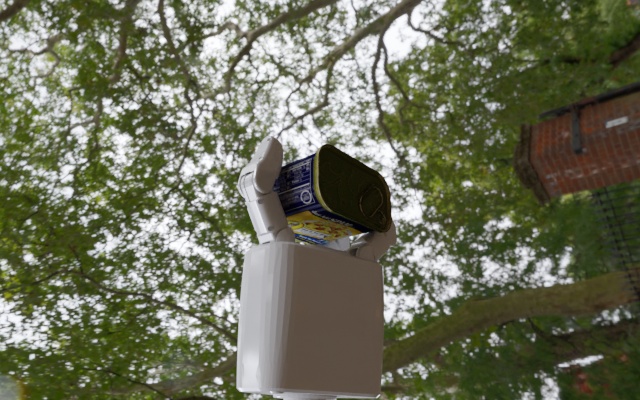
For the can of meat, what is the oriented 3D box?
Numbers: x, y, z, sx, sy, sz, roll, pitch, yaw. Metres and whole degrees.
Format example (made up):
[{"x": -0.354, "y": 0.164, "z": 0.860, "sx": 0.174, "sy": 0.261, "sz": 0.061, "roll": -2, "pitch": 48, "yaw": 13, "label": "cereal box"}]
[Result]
[{"x": 0.000, "y": 0.001, "z": 0.421, "sx": 0.084, "sy": 0.057, "sz": 0.102, "roll": -18, "pitch": -28, "yaw": 37, "label": "can of meat"}]
